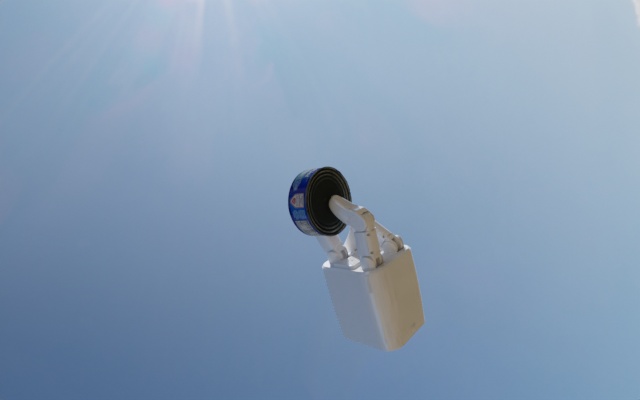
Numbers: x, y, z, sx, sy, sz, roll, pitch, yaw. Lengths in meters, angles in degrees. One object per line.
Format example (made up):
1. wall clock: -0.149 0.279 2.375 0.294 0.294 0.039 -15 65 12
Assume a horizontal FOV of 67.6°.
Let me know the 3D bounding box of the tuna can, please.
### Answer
1. tuna can: 0.000 0.002 0.594 0.034 0.086 0.086 -4 -3 42
